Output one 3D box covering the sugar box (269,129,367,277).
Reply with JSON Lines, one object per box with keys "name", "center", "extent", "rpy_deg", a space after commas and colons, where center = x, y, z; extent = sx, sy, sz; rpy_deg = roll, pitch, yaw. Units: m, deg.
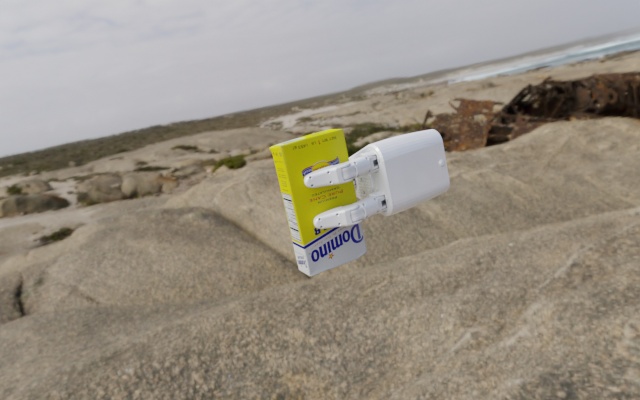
{"name": "sugar box", "center": [0.000, 0.002, 0.630], "extent": [0.093, 0.176, 0.048], "rpy_deg": [-19, 13, -23]}
